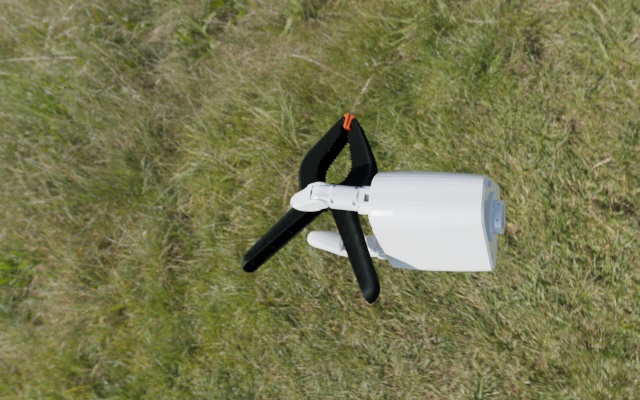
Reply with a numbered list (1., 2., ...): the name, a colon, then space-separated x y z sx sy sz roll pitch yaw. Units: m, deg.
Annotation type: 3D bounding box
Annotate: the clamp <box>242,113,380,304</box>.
1. clamp: 0.000 0.001 0.533 0.164 0.210 0.036 2 -20 25
